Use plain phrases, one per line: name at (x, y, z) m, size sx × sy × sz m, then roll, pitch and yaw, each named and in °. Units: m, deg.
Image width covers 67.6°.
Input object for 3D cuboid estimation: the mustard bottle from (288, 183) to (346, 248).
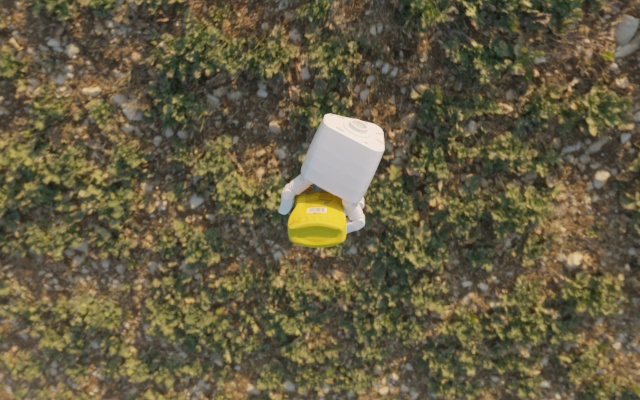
mustard bottle at (0.000, 0.003, 0.850) m, size 0.096 × 0.058 × 0.191 m, roll -2°, pitch 34°, yaw 6°
